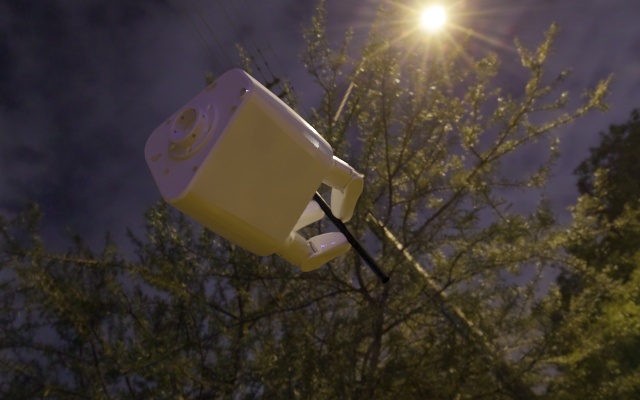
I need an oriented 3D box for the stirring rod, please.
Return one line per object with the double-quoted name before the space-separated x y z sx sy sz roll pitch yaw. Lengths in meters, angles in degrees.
"stirring rod" 0.000 0.002 0.497 0.011 0.011 0.239 0 34 -35
